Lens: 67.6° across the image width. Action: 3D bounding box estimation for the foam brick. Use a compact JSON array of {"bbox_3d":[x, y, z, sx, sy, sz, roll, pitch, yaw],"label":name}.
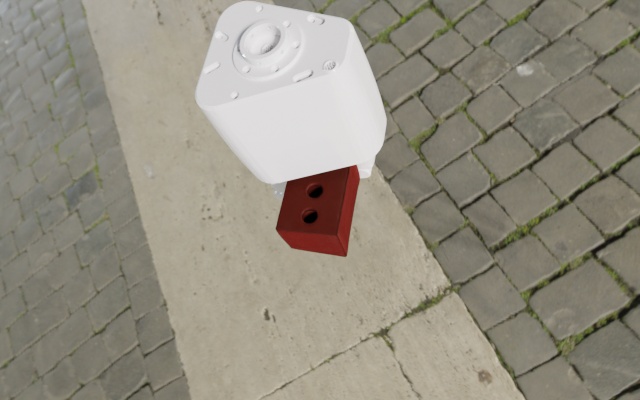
[{"bbox_3d":[0.000,0.002,0.407,0.053,0.078,0.051,5,-21,15],"label":"foam brick"}]
